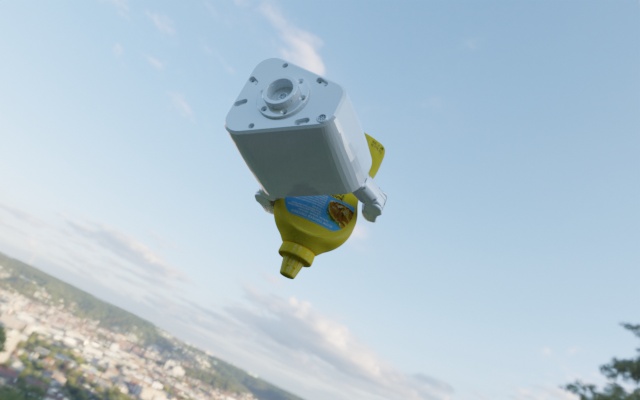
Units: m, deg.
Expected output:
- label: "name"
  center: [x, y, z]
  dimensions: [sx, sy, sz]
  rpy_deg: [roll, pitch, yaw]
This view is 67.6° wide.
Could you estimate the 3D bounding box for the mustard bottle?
- label: "mustard bottle"
  center: [0.000, 0.002, 0.555]
  dimensions: [0.096, 0.191, 0.058]
  rpy_deg: [24, -22, 2]
